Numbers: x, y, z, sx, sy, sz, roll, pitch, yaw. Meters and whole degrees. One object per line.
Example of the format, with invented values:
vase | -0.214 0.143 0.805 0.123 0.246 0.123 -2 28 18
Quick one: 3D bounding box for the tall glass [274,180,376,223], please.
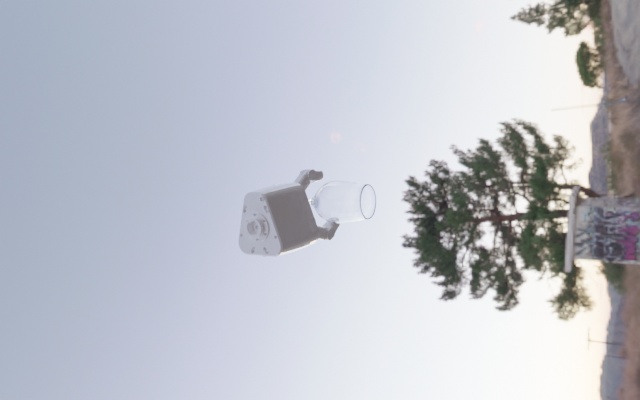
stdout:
tall glass | 0.000 0.003 0.887 0.201 0.079 0.079 0 0 32
